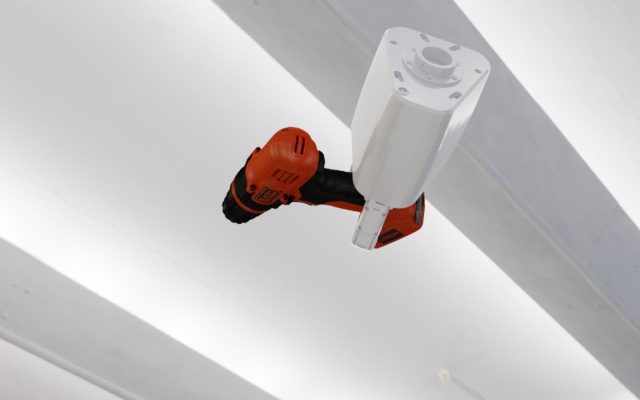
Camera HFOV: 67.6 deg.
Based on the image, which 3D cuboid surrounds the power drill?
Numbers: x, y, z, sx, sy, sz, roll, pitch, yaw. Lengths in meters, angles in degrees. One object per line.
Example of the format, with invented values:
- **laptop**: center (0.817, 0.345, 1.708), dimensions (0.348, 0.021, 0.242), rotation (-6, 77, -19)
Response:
- **power drill**: center (0.001, 0.002, 0.509), dimensions (0.188, 0.057, 0.184), rotation (15, -25, -23)
